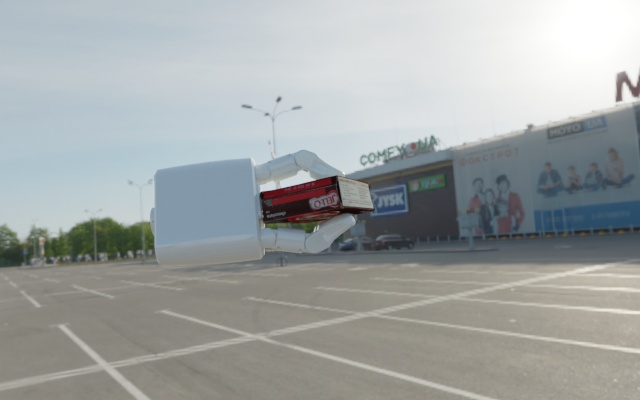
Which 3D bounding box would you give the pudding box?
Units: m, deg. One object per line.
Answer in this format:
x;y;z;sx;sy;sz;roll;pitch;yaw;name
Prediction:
0.000;0.002;0.524;0.090;0.039;0.113;-10;-4;23;pudding box
